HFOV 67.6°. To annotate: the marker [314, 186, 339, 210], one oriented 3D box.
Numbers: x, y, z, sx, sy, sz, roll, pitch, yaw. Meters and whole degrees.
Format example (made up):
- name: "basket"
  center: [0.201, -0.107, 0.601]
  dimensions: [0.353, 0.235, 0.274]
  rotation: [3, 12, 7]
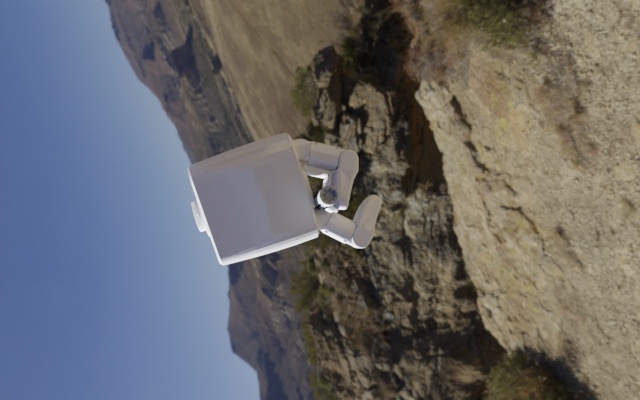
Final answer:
- name: "marker"
  center: [0.000, 0.002, 0.505]
  dimensions: [0.020, 0.020, 0.121]
  rotation: [0, -6, -8]
